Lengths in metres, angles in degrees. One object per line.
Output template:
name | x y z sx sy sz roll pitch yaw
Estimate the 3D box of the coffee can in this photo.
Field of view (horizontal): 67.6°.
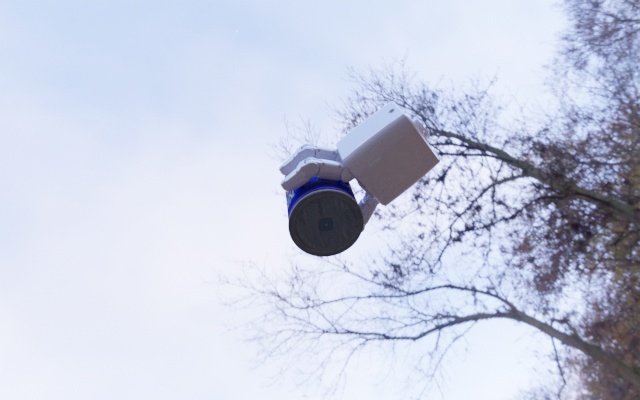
coffee can | 0.000 0.003 0.703 0.103 0.103 0.140 0 27 -7
